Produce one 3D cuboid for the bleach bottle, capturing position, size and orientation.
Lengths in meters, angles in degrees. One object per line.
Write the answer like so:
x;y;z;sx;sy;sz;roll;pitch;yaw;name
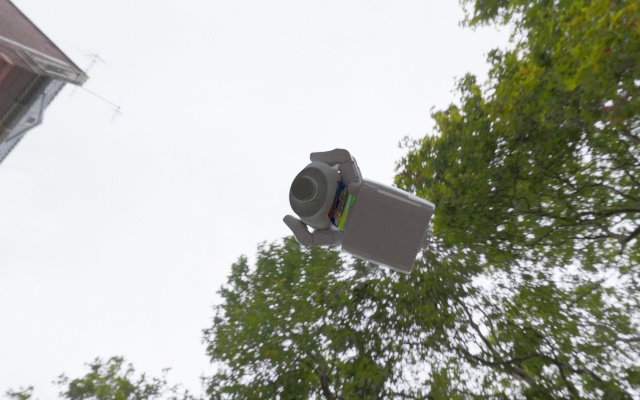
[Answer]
0.000;0.002;0.693;0.068;0.102;0.251;20;0;12;bleach bottle
